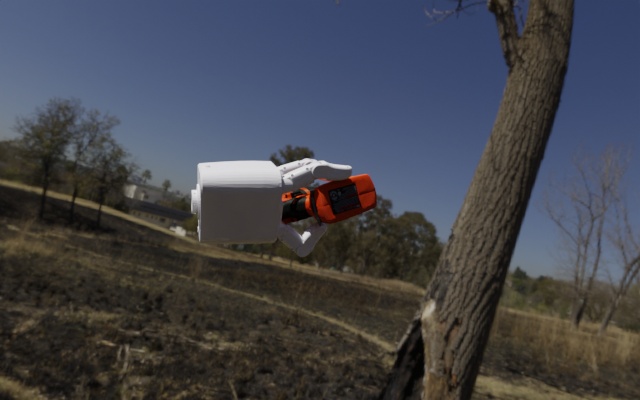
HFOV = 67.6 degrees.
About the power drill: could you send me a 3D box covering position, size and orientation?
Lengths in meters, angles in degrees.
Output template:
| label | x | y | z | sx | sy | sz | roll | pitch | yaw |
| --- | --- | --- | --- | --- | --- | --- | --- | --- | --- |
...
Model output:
| label | x | y | z | sx | sy | sz | roll | pitch | yaw |
| --- | --- | --- | --- | --- | --- | --- | --- | --- | --- |
| power drill | 0.000 | 0.002 | 0.753 | 0.184 | 0.057 | 0.187 | -19 | 4 | -35 |
